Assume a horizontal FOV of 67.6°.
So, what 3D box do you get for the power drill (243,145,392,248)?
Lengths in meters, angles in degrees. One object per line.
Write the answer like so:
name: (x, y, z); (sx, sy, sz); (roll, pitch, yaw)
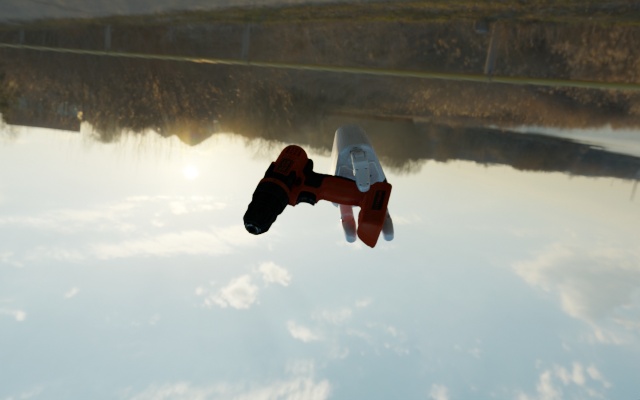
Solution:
power drill: (0.001, 0.002, 0.683); (0.187, 0.057, 0.184); (19, 45, 5)
